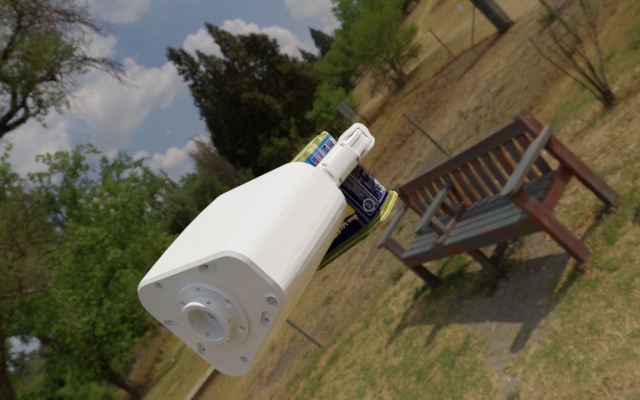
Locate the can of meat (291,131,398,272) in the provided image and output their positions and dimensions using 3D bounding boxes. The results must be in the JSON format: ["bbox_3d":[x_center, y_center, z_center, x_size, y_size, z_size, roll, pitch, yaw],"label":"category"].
[{"bbox_3d":[0.000,0.001,0.415,0.102,0.084,0.057,-41,9,40],"label":"can of meat"}]
